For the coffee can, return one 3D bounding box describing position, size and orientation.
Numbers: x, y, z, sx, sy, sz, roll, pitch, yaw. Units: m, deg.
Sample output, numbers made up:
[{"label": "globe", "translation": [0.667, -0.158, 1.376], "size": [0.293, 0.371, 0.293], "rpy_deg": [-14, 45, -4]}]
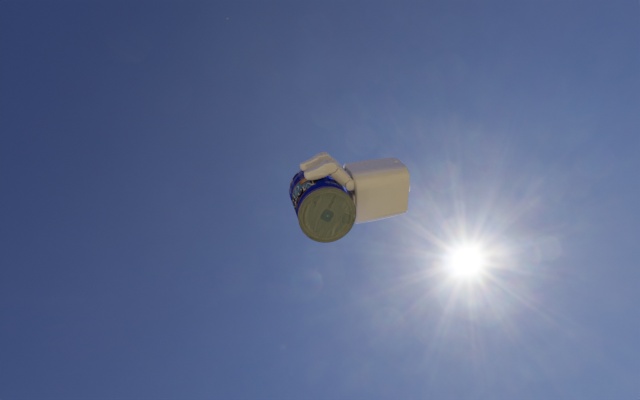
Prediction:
[{"label": "coffee can", "translation": [0.000, 0.003, 0.889], "size": [0.103, 0.103, 0.140], "rpy_deg": [0, 21, -11]}]
